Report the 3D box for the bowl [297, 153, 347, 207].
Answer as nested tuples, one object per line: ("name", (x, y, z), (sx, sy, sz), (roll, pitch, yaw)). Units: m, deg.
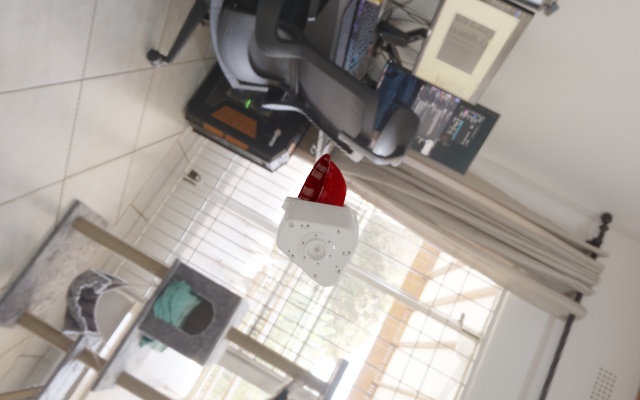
("bowl", (0.001, 0.002, 0.825), (0.055, 0.162, 0.162), (24, -6, -14))
